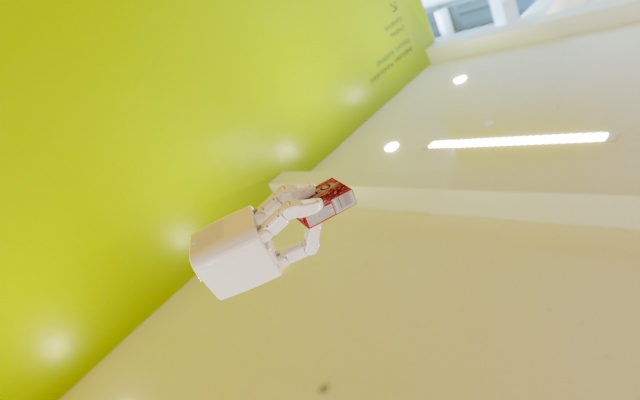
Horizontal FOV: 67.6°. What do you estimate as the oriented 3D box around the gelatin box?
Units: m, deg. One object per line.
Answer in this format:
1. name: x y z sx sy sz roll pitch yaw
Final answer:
1. gelatin box: 0.001 0.003 0.739 0.089 0.030 0.073 -27 25 -14
